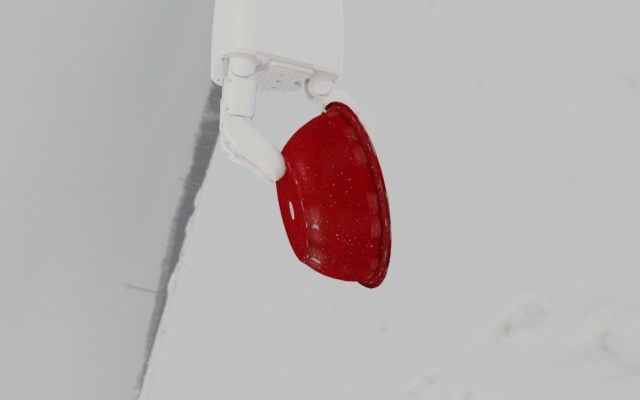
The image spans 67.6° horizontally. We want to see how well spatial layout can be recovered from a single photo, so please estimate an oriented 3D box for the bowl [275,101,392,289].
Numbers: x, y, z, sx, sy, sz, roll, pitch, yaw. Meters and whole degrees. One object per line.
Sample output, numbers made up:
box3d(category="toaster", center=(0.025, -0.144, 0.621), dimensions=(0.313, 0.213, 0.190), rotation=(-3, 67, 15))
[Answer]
box3d(category="bowl", center=(0.000, 0.003, 0.401), dimensions=(0.055, 0.162, 0.162), rotation=(-13, 3, -16))
